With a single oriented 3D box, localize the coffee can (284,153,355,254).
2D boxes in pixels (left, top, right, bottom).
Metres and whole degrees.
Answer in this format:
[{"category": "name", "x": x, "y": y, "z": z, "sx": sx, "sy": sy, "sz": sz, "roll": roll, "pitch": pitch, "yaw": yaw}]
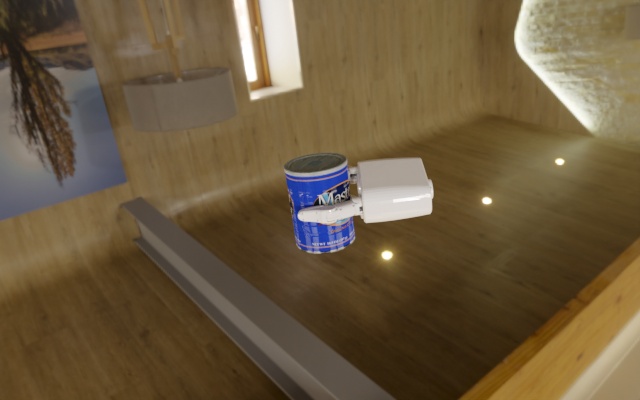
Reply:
[{"category": "coffee can", "x": 0.000, "y": 0.002, "z": 0.791, "sx": 0.103, "sy": 0.140, "sz": 0.102, "roll": -7, "pitch": 22, "yaw": 3}]
